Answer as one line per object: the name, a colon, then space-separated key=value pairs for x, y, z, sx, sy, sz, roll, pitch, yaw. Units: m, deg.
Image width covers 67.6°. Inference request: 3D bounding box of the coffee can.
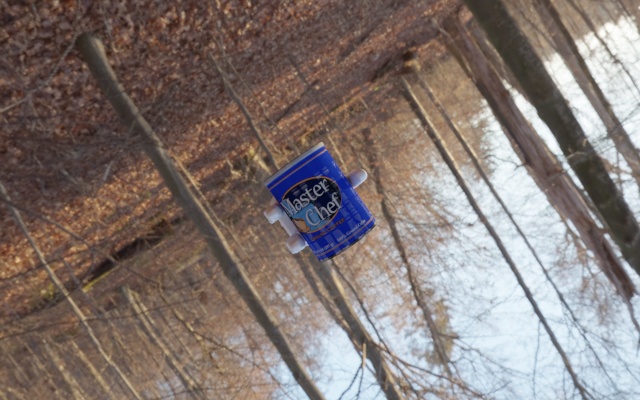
coffee can: x=0.000 y=0.002 z=0.685 sx=0.103 sy=0.140 sz=0.103 roll=-35 pitch=3 yaw=2
